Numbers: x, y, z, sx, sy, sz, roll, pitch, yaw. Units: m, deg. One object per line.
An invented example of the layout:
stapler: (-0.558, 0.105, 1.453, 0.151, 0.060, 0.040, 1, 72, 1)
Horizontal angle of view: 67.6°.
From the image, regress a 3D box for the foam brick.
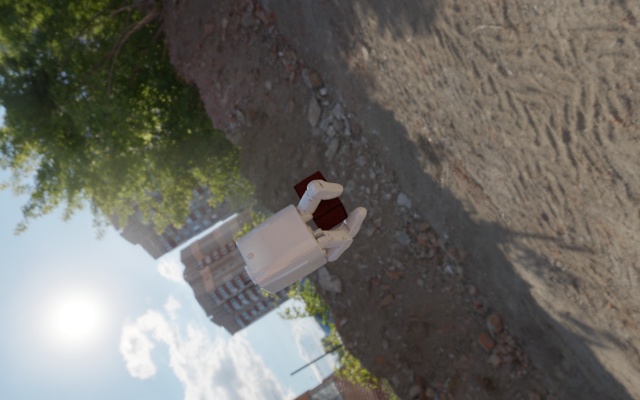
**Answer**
foam brick: (0.000, 0.002, 0.768, 0.051, 0.078, 0.053, -32, -33, -3)
